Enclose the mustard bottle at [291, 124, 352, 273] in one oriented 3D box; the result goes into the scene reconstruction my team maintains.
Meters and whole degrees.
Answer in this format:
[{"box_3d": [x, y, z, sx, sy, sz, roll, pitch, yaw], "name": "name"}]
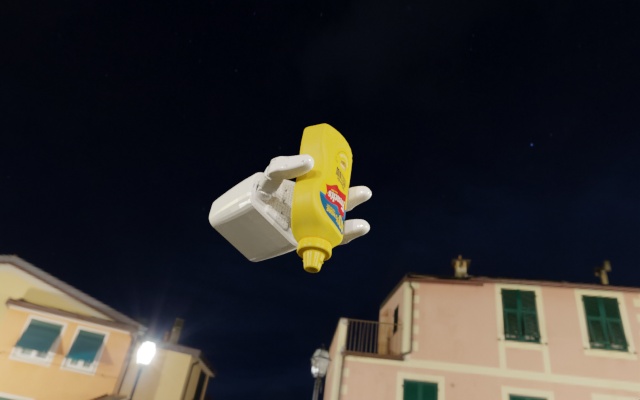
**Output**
[{"box_3d": [0.000, 0.002, 0.607, 0.058, 0.191, 0.096, -7, -37, 22], "name": "mustard bottle"}]
